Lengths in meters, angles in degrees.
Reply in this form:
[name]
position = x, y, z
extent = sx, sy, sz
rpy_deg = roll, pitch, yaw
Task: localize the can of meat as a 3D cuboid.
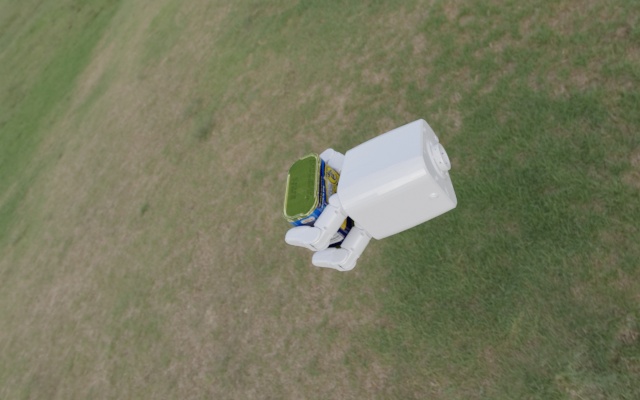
[can of meat]
position = 0.000, 0.002, 0.609
extent = 0.057, 0.102, 0.084
rpy_deg = -22, -43, 29
